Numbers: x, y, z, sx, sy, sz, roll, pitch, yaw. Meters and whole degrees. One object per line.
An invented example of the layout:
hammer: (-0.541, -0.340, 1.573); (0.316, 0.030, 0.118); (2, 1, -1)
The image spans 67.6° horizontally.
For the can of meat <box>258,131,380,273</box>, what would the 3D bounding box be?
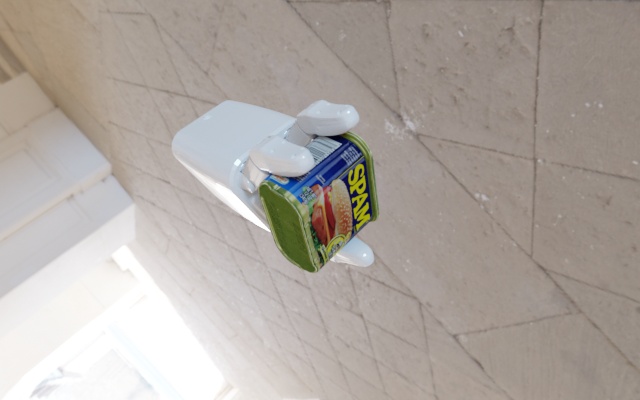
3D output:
can of meat: (0.000, 0.002, 0.408); (0.057, 0.102, 0.084); (29, 57, 35)
